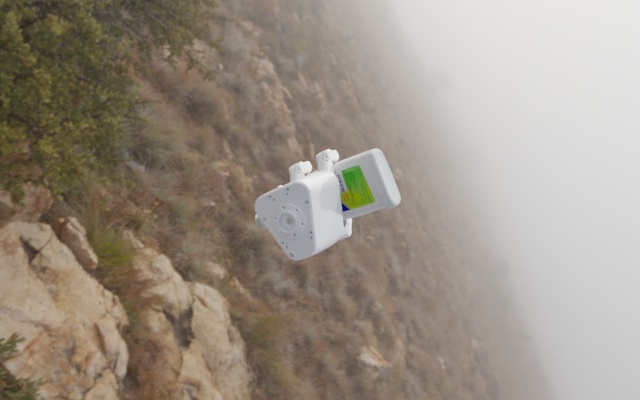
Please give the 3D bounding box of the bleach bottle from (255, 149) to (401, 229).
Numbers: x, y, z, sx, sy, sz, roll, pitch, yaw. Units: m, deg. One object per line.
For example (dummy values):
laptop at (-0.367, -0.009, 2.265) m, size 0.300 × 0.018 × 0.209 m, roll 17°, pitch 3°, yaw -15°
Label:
bleach bottle at (0.000, 0.003, 0.807) m, size 0.251 × 0.102 × 0.068 m, roll -22°, pitch 0°, yaw 24°
